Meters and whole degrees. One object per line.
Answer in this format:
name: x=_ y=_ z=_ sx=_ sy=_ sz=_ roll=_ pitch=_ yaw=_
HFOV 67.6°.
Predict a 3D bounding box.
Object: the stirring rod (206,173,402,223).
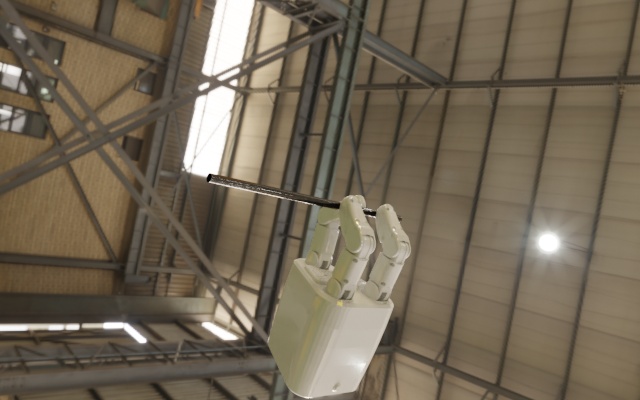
stirring rod: x=0.000 y=0.002 z=0.457 sx=0.239 sy=0.011 sz=0.011 roll=13 pitch=-8 yaw=-41
